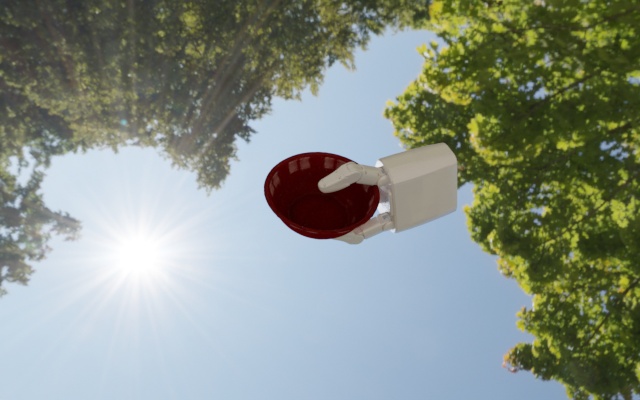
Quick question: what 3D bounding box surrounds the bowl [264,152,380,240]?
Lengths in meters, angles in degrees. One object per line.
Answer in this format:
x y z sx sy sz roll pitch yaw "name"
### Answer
-0.001 0.003 0.679 0.162 0.162 0.055 0 -44 -8 "bowl"
